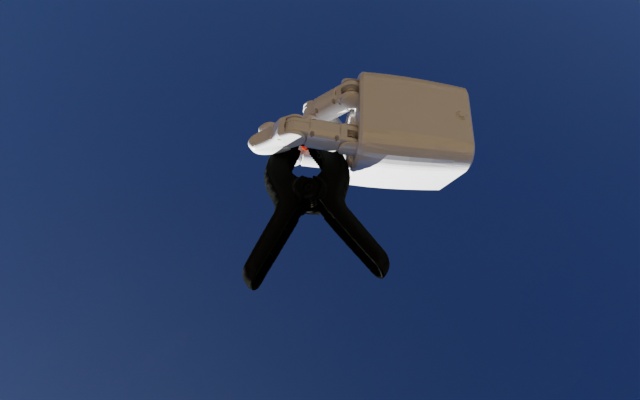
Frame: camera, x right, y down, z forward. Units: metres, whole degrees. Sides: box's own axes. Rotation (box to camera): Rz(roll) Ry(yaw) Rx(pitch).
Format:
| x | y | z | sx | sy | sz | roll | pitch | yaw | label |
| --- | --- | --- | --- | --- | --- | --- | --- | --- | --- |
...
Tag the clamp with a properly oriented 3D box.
| x | y | z | sx | sy | sz | roll | pitch | yaw | label |
| --- | --- | --- | --- | --- | --- | --- | --- | --- | --- |
| 0.000 | 0.002 | 0.429 | 0.120 | 0.171 | 0.039 | 6 | -29 | -4 | clamp |
